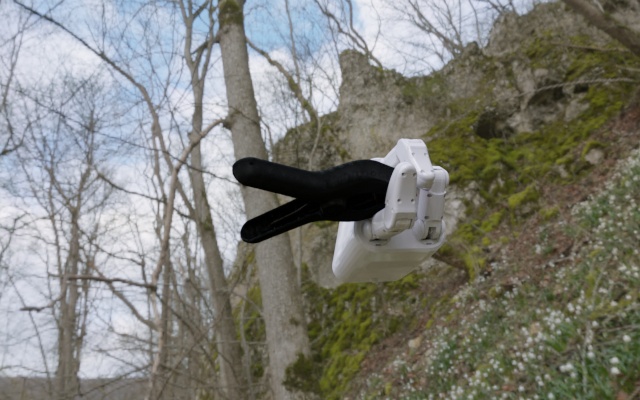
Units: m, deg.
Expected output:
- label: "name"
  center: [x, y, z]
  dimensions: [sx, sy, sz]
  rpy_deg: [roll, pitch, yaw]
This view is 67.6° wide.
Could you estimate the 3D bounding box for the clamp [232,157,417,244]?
- label: "clamp"
  center: [0.000, 0.001, 0.445]
  dimensions: [0.171, 0.039, 0.120]
  rpy_deg: [0, -27, -16]
